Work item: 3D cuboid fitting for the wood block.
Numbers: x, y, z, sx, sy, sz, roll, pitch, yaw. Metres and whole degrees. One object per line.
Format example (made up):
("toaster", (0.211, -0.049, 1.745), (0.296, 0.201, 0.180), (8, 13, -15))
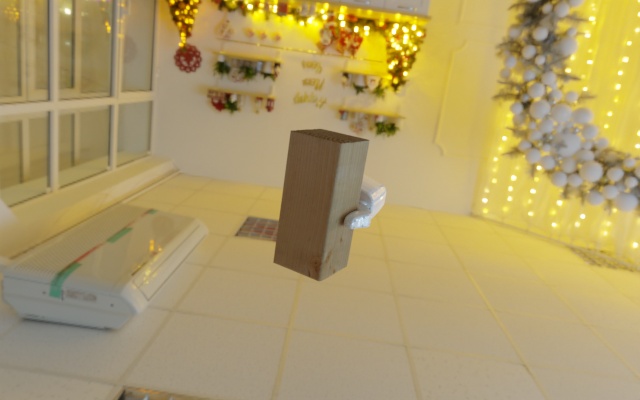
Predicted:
("wood block", (0.001, 0.003, 0.724), (0.091, 0.206, 0.090), (17, 18, 29))
